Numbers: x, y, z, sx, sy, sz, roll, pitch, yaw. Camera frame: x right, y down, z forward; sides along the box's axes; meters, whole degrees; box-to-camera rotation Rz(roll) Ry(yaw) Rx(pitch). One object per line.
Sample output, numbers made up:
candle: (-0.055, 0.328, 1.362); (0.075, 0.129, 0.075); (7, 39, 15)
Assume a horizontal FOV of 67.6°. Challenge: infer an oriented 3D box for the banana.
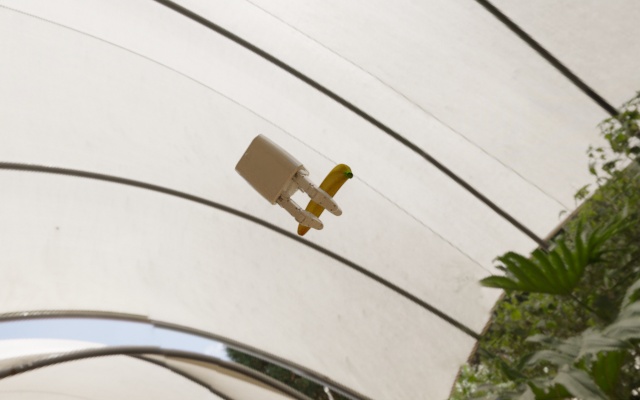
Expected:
banana: (0.008, -0.010, 0.911); (0.037, 0.198, 0.069); (34, 40, -4)
